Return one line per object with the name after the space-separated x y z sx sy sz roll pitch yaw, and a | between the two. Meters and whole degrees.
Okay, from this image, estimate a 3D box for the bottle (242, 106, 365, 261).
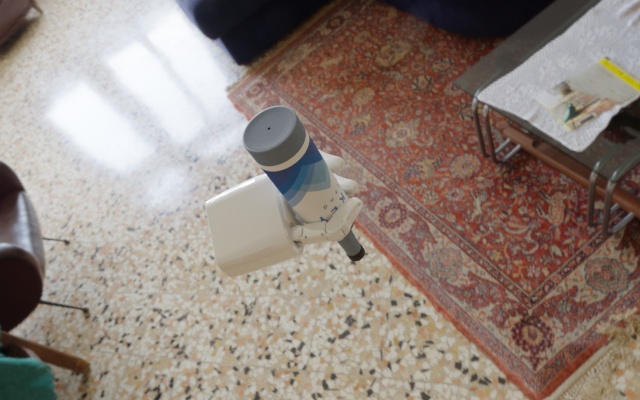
0.000 0.002 0.623 0.069 0.069 0.296 0 -33 27 | bottle
